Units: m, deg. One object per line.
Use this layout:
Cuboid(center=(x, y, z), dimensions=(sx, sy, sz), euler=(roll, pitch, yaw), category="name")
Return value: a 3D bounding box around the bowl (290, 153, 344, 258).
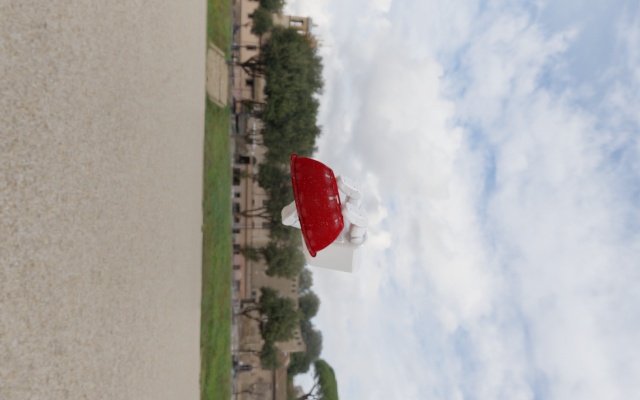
Cuboid(center=(0.000, 0.002, 0.720), dimensions=(0.055, 0.162, 0.162), euler=(-11, -1, 6), category="bowl")
